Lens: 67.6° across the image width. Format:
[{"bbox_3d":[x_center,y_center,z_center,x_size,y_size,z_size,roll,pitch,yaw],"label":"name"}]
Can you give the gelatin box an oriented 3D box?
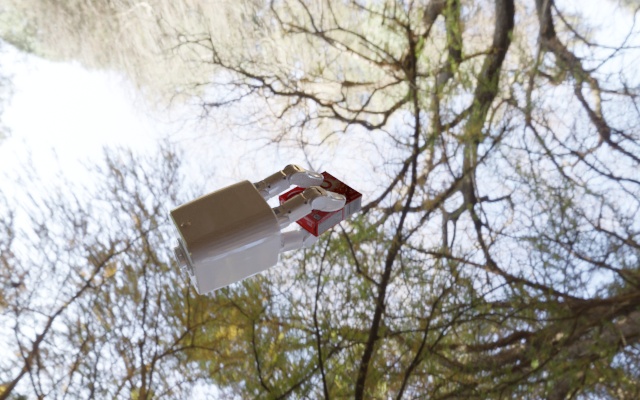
[{"bbox_3d":[0.000,0.002,0.635,0.089,0.030,0.073,-29,49,-34],"label":"gelatin box"}]
